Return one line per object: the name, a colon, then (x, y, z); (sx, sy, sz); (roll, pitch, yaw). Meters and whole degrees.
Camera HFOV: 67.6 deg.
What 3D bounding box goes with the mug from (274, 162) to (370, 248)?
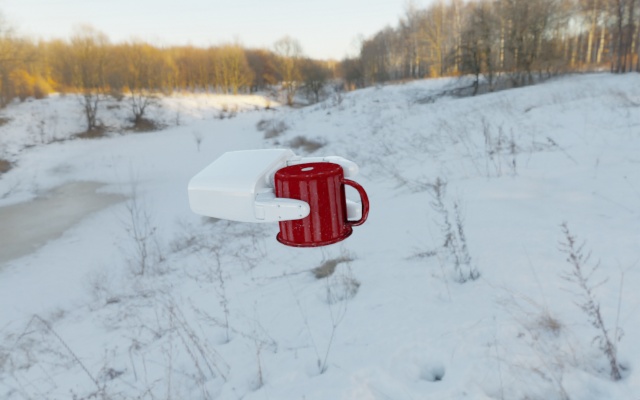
mug: (0.001, 0.002, 0.556); (0.117, 0.081, 0.093); (2, 17, 26)
